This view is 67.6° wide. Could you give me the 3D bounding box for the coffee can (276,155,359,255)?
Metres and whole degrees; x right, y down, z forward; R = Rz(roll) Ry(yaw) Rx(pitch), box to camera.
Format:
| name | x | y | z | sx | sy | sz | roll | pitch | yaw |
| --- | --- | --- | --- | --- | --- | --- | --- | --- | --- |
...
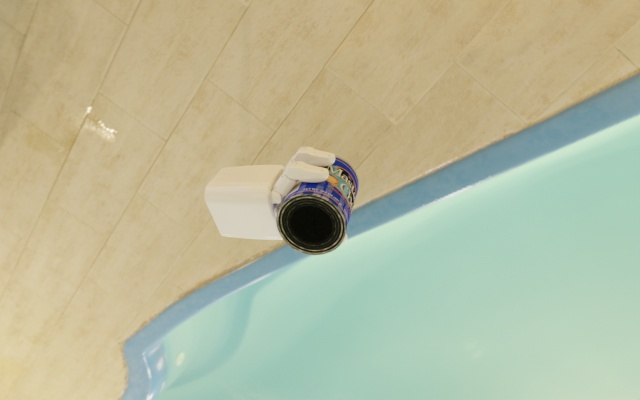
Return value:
| name | x | y | z | sx | sy | sz | roll | pitch | yaw |
| --- | --- | --- | --- | --- | --- | --- | --- | --- | --- |
| coffee can | 0.000 | 0.002 | 0.735 | 0.103 | 0.103 | 0.140 | 0 | 29 | 13 |
